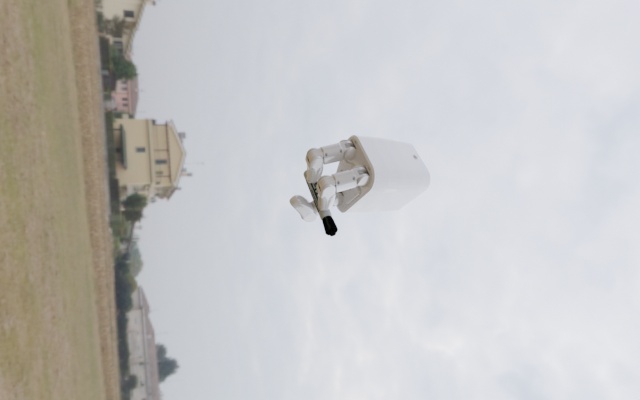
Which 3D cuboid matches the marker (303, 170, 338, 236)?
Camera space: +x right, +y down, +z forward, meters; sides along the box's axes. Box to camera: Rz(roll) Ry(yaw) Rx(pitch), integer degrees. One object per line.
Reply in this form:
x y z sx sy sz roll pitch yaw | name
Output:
0.000 0.002 0.706 0.020 0.121 0.020 -14 -36 -10 | marker
